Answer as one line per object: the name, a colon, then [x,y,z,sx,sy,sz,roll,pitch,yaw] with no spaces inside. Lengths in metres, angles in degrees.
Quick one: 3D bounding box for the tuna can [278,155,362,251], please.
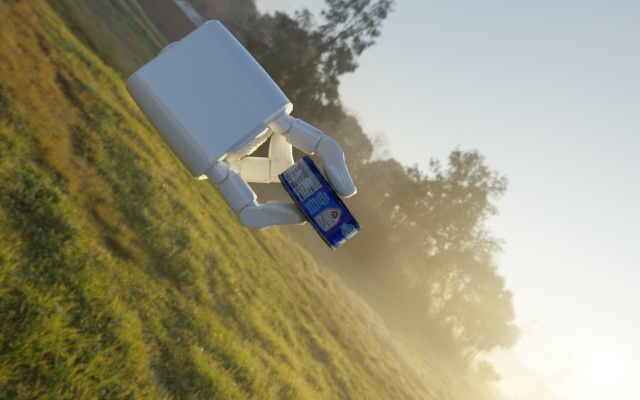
tuna can: [0.001,0.001,0.434,0.034,0.086,0.086,-37,-2,2]
